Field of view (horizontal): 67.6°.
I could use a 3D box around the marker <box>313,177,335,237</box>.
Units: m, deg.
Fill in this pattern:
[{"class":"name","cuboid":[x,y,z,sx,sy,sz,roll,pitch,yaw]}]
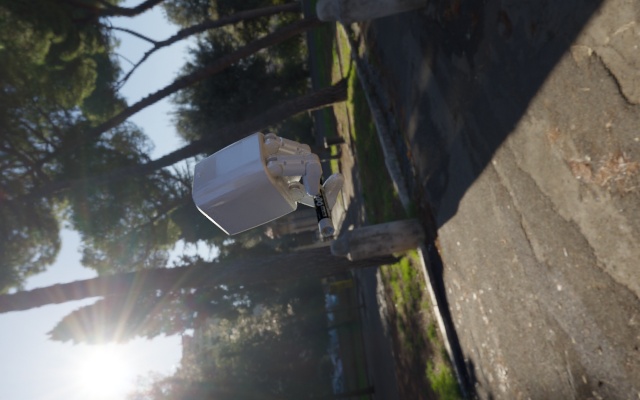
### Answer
[{"class":"marker","cuboid":[0.000,0.002,0.642,0.020,0.020,0.121,0,37,-11]}]
